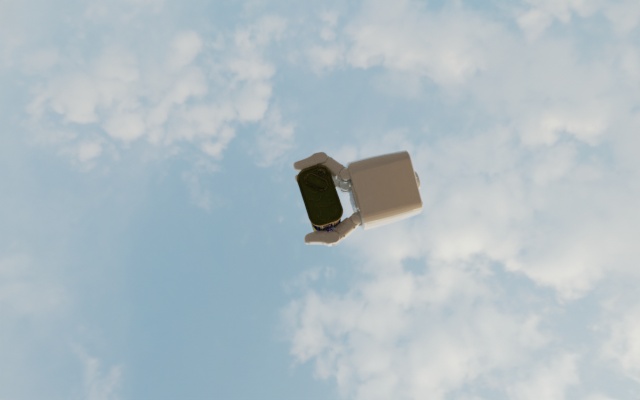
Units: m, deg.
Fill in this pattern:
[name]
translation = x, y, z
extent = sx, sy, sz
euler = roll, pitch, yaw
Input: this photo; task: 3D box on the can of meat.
[can of meat]
translation = 0.000, 0.003, 0.809
extent = 0.057, 0.102, 0.084
euler = -18, -17, -3
